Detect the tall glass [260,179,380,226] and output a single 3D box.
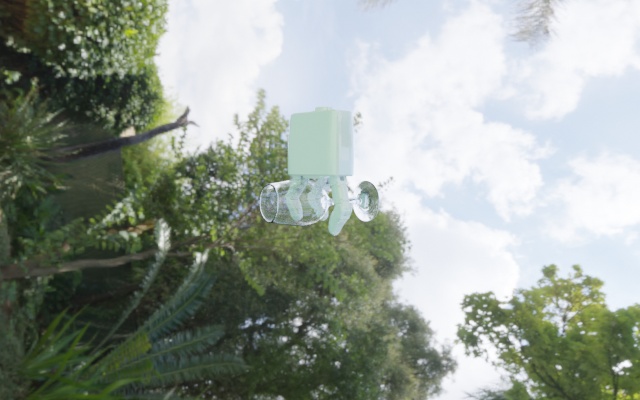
[{"bbox_3d":[0.001,0.003,0.806,0.201,0.079,0.079,-2,1,-35],"label":"tall glass"}]
